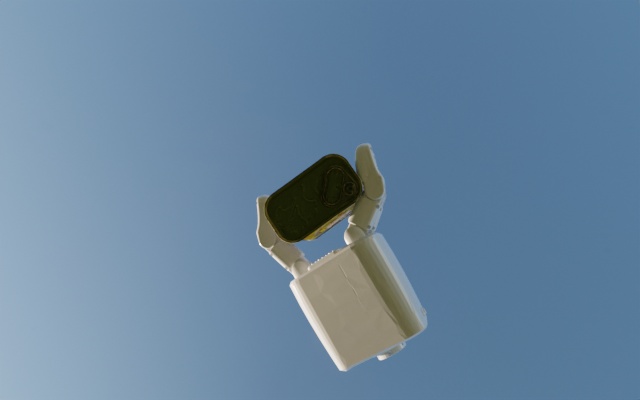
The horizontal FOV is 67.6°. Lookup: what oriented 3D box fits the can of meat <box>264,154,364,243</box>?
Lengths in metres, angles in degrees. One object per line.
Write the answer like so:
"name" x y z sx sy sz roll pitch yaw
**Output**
"can of meat" 0.000 0.002 0.519 0.102 0.057 0.084 -36 -11 7
